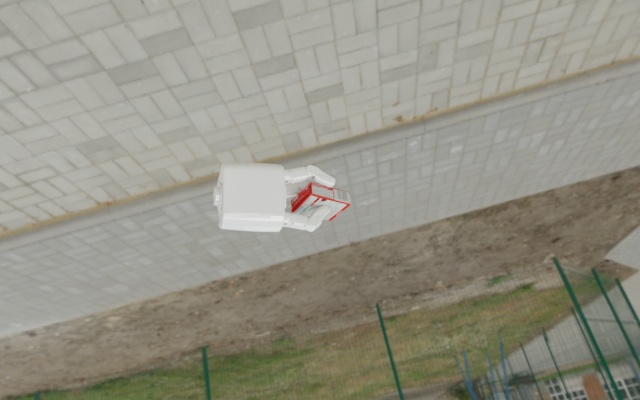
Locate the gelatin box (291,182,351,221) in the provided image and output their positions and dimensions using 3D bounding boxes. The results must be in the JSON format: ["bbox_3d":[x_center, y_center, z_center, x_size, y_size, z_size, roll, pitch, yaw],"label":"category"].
[{"bbox_3d":[0.000,0.003,0.887,0.089,0.030,0.073,14,-35,-28],"label":"gelatin box"}]
